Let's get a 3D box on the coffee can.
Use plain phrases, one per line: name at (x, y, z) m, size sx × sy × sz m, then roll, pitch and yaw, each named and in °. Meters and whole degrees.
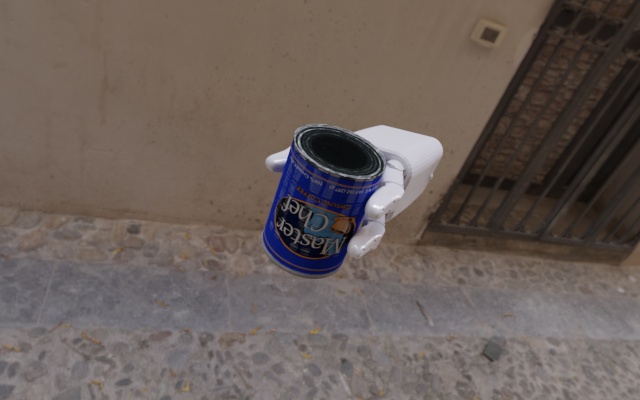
coffee can at (0.000, 0.002, 0.529) m, size 0.103 × 0.140 × 0.102 m, roll 14°, pitch 34°, yaw -10°
